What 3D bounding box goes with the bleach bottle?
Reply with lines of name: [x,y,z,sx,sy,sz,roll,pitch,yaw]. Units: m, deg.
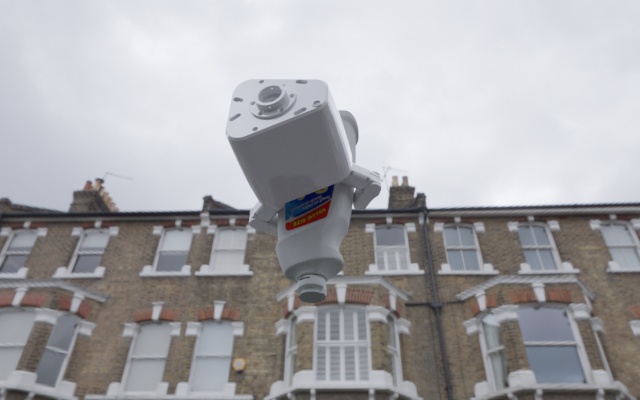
bleach bottle: [0.000,0.002,0.575,0.102,0.250,0.068,-8,-39,10]
